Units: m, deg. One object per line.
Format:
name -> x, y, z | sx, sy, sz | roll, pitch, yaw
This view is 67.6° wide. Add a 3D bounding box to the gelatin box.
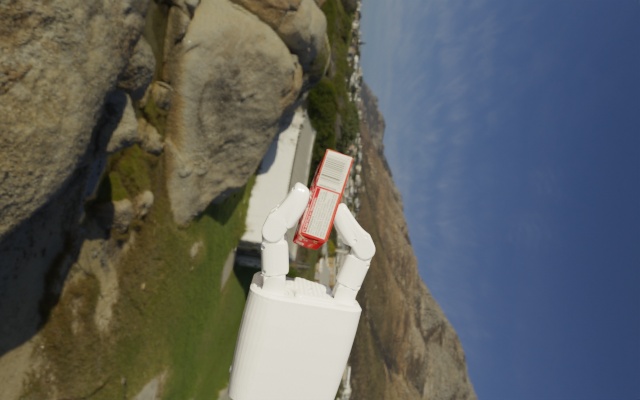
gelatin box -> 0.001, 0.001, 0.476 | 0.030, 0.089, 0.073 | 19, -11, -4
